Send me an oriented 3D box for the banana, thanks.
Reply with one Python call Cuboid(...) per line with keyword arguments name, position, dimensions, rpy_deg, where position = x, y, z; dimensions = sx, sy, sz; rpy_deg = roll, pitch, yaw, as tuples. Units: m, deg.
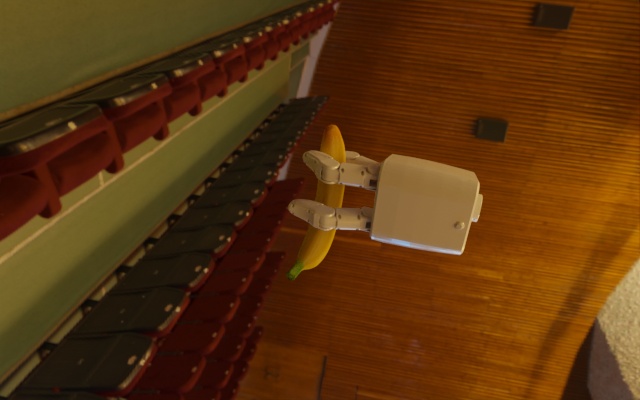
Cuboid(name="banana", position=(0.005, 0.004, 0.606), dimensions=(0.037, 0.198, 0.069), rpy_deg=(15, 7, 16))
